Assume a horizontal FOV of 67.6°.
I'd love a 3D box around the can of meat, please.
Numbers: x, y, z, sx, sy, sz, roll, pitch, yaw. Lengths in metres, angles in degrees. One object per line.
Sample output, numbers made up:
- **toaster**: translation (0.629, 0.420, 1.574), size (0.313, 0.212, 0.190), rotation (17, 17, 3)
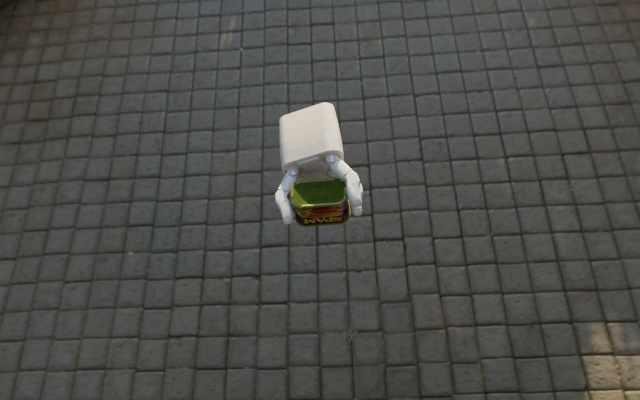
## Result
- **can of meat**: translation (0.000, 0.003, 0.836), size (0.102, 0.057, 0.084), rotation (-4, -24, 3)
